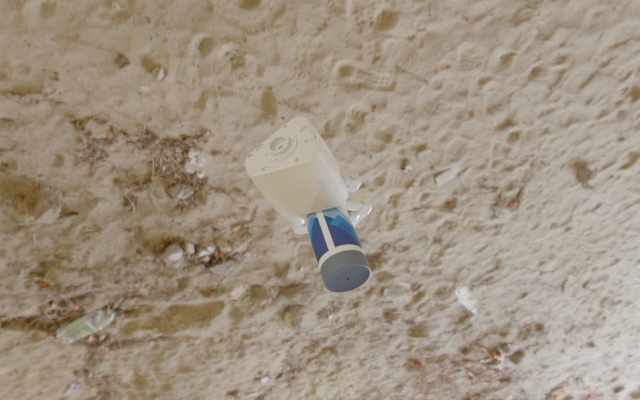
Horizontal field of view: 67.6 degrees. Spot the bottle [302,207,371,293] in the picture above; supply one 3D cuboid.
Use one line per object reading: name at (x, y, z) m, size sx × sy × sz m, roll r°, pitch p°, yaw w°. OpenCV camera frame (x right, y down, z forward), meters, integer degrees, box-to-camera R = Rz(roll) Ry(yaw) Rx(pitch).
bottle at (0.000, 0.003, 0.745) m, size 0.069 × 0.295 × 0.069 m, roll -11°, pitch -42°, yaw -10°
